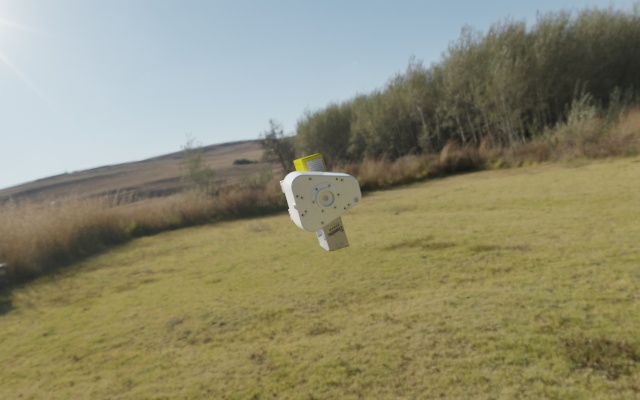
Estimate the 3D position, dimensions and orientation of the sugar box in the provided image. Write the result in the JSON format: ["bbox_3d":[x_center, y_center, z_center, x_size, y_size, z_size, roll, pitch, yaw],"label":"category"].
[{"bbox_3d":[0.000,0.003,0.893,0.048,0.176,0.093,-16,6,-10],"label":"sugar box"}]
